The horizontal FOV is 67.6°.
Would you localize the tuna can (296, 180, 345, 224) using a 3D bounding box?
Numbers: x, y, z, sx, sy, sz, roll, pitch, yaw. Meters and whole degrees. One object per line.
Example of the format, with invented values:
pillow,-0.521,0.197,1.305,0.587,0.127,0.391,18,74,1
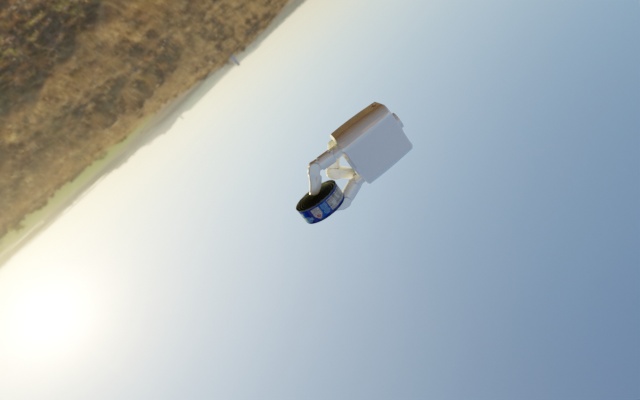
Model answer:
tuna can,0.000,0.003,0.849,0.086,0.034,0.086,-32,19,13
